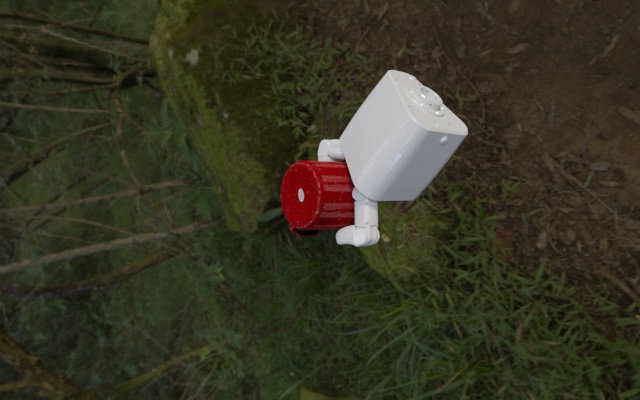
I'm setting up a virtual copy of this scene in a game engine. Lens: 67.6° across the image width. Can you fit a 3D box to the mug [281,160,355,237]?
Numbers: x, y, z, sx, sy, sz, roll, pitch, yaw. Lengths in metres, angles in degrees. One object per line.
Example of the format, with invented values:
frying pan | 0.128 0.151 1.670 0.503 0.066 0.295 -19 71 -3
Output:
mug | -0.001 0.003 0.585 0.081 0.093 0.117 0 -43 -39
